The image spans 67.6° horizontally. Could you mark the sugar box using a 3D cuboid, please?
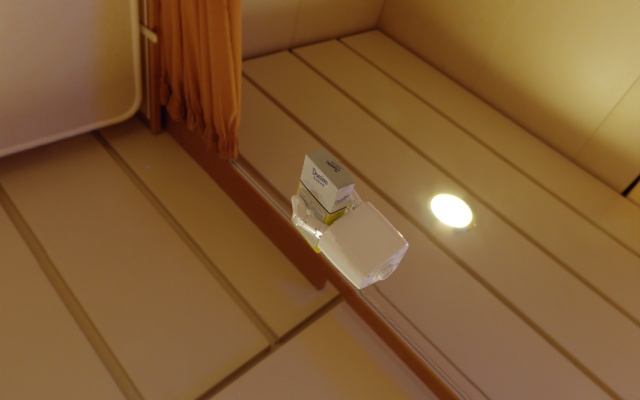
[{"bbox_3d":[0.001,0.003,0.845,0.048,0.093,0.176,-22,-32,-33],"label":"sugar box"}]
